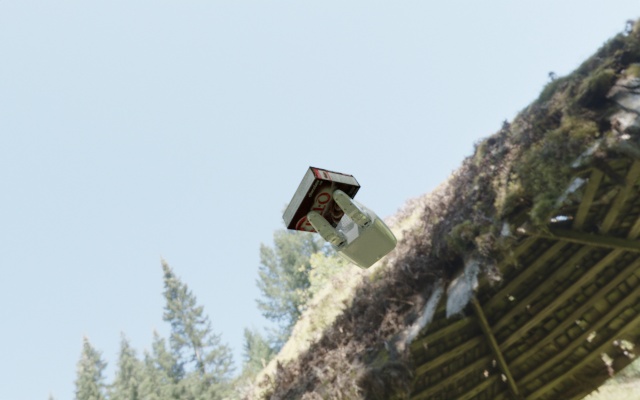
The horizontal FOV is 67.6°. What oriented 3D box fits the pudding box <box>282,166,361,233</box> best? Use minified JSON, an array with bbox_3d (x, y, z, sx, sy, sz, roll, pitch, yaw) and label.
[{"bbox_3d":[0.000,0.002,0.790,0.090,0.113,0.039,9,33,-33],"label":"pudding box"}]
